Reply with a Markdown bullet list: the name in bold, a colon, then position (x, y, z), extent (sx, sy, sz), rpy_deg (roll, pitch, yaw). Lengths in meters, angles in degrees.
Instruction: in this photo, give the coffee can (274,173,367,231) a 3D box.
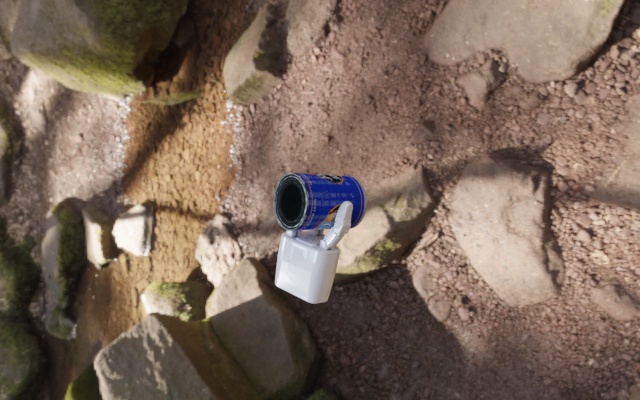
- **coffee can**: position (0.000, 0.003, 0.875), extent (0.140, 0.103, 0.103), rpy_deg (1, 0, -39)
